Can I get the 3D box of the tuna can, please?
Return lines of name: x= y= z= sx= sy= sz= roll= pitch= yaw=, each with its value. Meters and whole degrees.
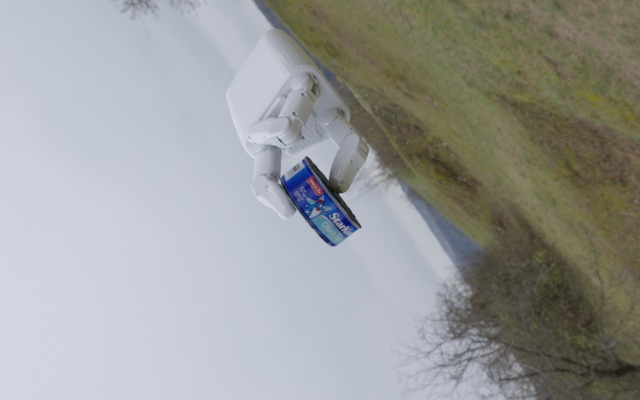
tuna can: x=0.000 y=0.002 z=0.452 sx=0.034 sy=0.086 sz=0.086 roll=-38 pitch=-4 yaw=6
